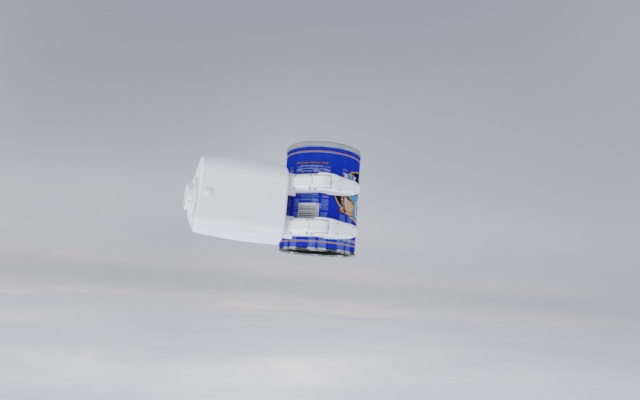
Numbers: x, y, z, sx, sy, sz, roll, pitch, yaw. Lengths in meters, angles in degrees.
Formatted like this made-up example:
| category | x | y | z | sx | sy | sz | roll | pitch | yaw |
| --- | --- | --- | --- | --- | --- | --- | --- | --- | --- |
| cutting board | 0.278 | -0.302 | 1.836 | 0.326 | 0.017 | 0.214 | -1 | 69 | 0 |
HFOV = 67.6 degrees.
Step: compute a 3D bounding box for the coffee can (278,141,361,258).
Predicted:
| category | x | y | z | sx | sy | sz | roll | pitch | yaw |
| --- | --- | --- | --- | --- | --- | --- | --- | --- | --- |
| coffee can | 0.000 | 0.002 | 0.645 | 0.103 | 0.140 | 0.103 | 4 | -10 | 1 |
